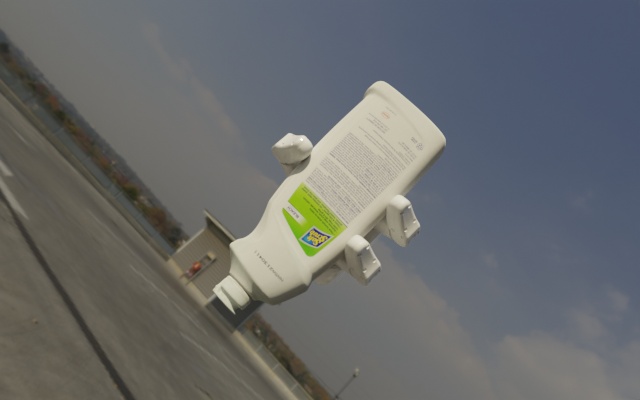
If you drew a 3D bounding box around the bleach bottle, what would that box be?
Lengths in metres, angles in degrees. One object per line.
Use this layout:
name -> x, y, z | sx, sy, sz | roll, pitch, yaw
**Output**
bleach bottle -> 0.000, 0.001, 0.446 | 0.250, 0.102, 0.068 | -42, -12, -17
